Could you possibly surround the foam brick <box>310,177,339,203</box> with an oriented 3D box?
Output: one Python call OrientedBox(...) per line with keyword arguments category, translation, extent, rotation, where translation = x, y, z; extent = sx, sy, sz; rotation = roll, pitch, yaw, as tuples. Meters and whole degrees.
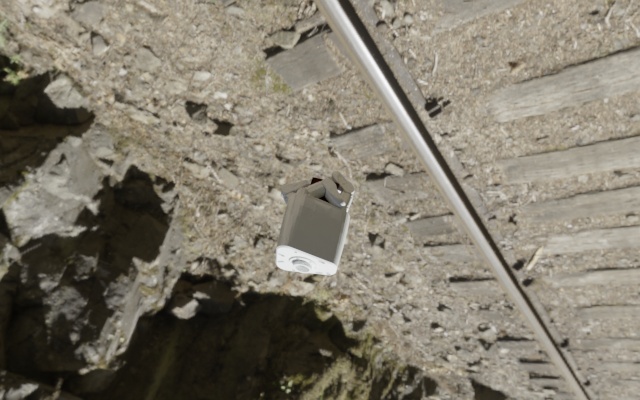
OrientedBox(category="foam brick", translation=(0.000, 0.003, 0.884), extent=(0.053, 0.051, 0.078), rotation=(14, -32, 3))
